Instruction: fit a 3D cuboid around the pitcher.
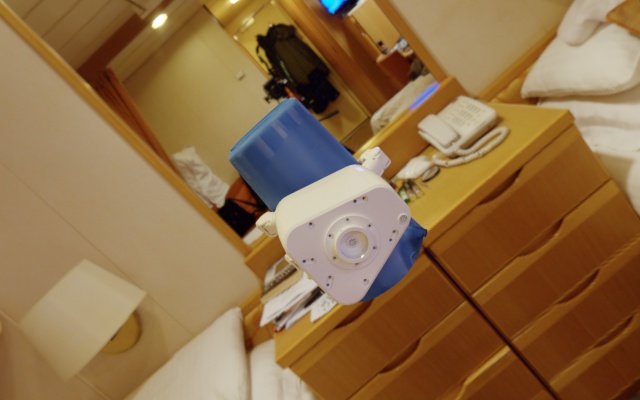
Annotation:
[{"bbox_3d":[0.000,0.002,0.591,0.149,0.243,0.145,-42,14,4],"label":"pitcher"}]
